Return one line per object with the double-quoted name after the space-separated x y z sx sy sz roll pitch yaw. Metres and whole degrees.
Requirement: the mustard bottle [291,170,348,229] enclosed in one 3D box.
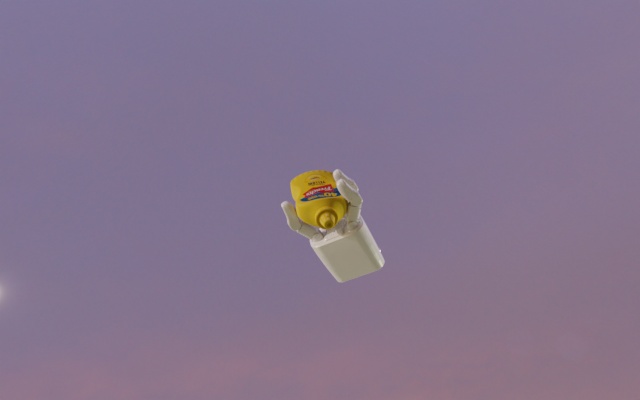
0.000 0.003 0.896 0.096 0.058 0.191 -8 25 -6 "mustard bottle"
